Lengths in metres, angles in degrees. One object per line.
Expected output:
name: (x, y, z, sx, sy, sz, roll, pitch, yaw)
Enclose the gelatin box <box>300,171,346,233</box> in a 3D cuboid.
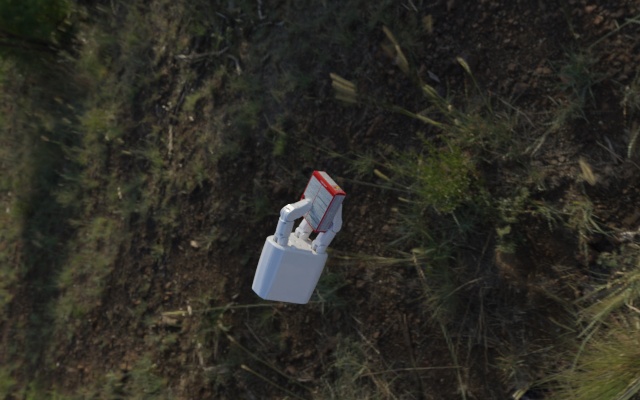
gelatin box: (0.000, 0.003, 0.864, 0.030, 0.089, 0.073, 2, 35, -40)
